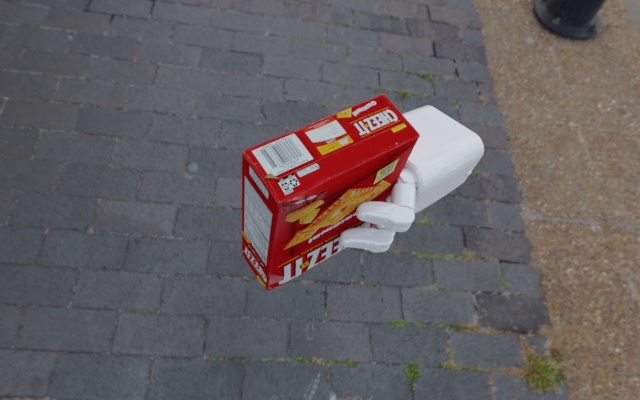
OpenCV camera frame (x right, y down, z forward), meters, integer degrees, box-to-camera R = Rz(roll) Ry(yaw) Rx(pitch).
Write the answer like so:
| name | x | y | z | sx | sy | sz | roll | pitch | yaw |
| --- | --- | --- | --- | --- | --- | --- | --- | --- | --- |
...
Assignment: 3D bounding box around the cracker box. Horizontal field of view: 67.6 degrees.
| name | x | y | z | sx | sy | sz | roll | pitch | yaw |
| --- | --- | --- | --- | --- | --- | --- | --- | --- | --- |
| cracker box | 0.000 | 0.002 | 0.528 | 0.164 | 0.072 | 0.214 | -26 | -24 | -23 |
